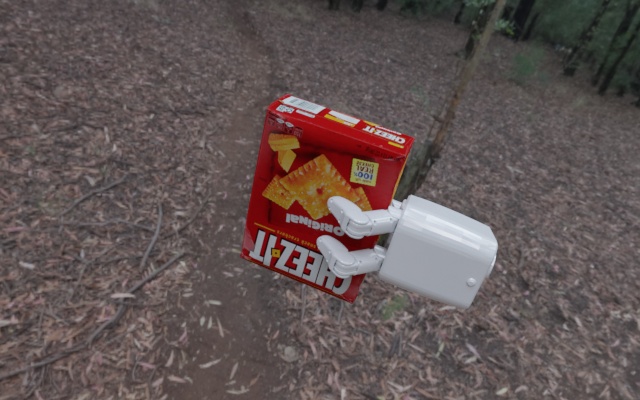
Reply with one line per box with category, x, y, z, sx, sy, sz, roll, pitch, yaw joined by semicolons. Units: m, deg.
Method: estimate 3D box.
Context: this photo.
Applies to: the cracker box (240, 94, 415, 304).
cracker box;0.000;0.002;0.580;0.164;0.214;0.072;21;30;10
